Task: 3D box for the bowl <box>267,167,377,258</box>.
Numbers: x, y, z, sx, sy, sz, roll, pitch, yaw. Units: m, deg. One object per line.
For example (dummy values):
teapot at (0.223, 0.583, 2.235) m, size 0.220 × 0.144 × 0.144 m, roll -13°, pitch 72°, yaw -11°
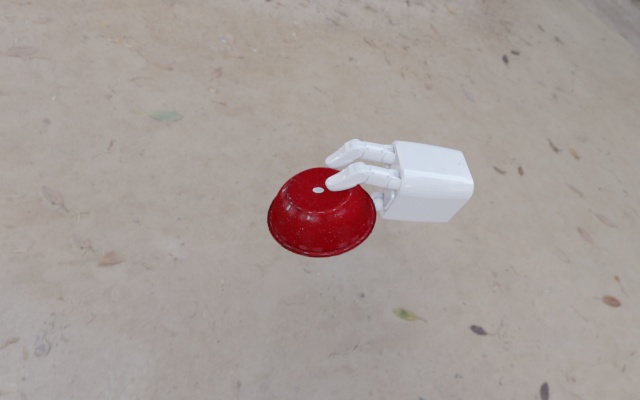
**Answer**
bowl at (-0.001, 0.002, 0.683) m, size 0.162 × 0.162 × 0.055 m, roll 0°, pitch -44°, yaw 5°
